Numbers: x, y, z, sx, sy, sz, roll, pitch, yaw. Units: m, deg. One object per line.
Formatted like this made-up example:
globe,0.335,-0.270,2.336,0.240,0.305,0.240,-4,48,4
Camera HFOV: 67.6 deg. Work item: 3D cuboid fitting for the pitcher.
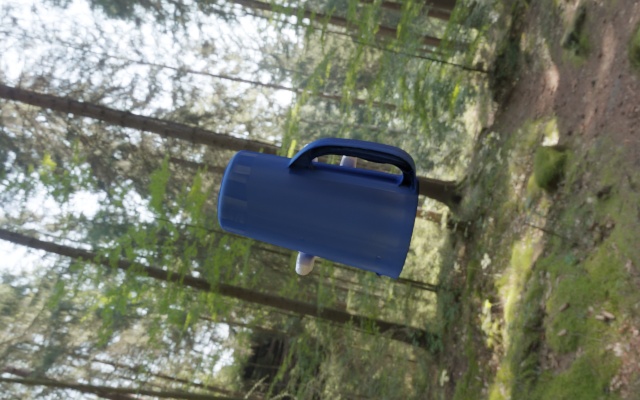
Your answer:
pitcher,0.000,0.002,0.611,0.243,0.149,0.145,12,-9,3
